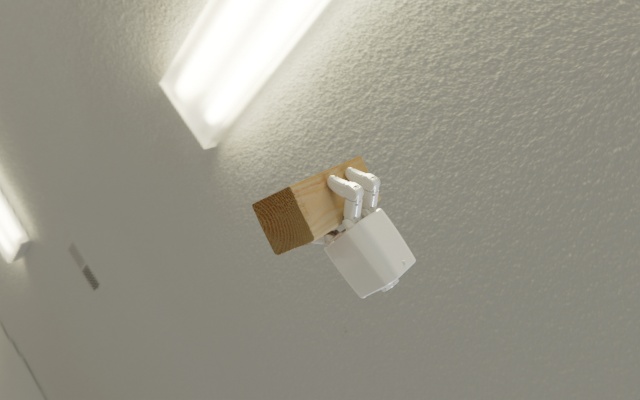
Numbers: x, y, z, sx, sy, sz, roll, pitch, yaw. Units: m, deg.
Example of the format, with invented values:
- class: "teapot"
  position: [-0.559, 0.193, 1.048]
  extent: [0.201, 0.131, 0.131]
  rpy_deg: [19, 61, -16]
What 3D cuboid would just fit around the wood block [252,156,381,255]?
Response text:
- class: "wood block"
  position: [0.000, 0.003, 0.788]
  extent: [0.091, 0.090, 0.206]
  rpy_deg: [-25, 1, 39]
